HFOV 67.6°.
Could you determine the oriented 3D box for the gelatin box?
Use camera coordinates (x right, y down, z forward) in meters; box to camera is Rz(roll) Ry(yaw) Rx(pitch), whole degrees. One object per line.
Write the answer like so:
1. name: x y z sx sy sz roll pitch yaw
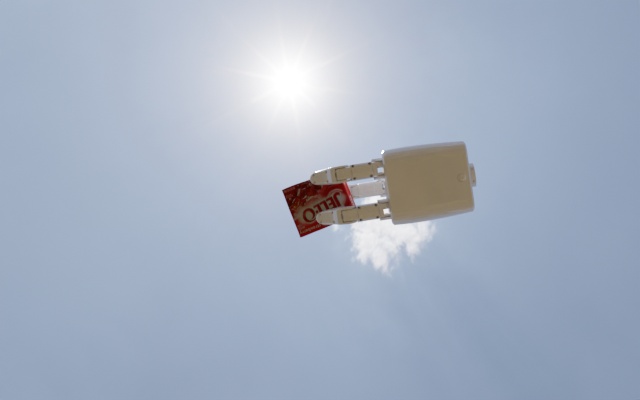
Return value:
1. gelatin box: 0.000 0.002 0.672 0.089 0.073 0.030 -22 -1 15
